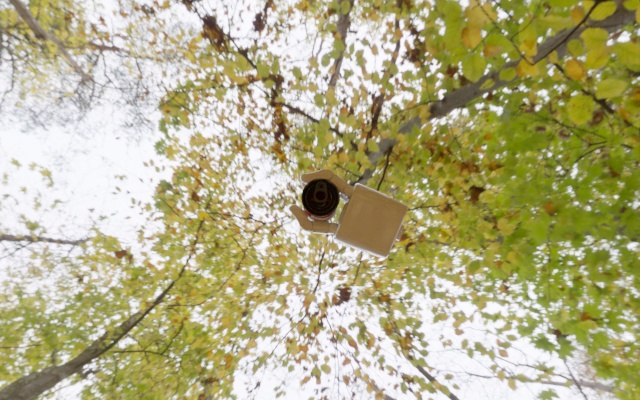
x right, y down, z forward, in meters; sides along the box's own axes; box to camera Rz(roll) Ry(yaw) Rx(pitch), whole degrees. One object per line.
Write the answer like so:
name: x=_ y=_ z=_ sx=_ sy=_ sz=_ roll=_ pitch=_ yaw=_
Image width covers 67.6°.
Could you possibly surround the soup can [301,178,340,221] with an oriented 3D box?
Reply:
soup can: x=0.000 y=0.003 z=0.883 sx=0.068 sy=0.068 sz=0.102 roll=0 pitch=-10 yaw=0
